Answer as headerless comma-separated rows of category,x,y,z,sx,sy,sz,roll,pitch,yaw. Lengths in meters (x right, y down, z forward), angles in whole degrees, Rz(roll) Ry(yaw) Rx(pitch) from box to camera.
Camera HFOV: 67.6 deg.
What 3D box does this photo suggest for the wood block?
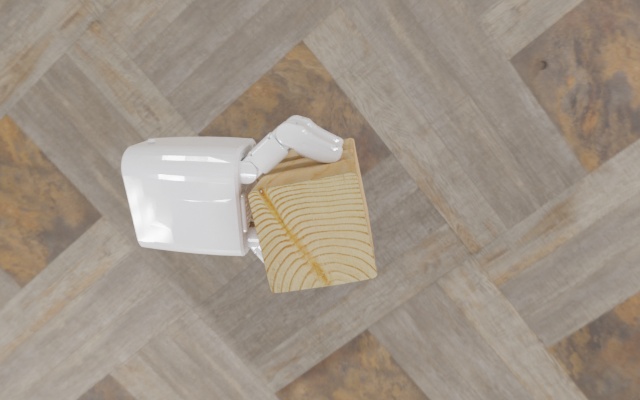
wood block,0.000,0.002,0.474,0.090,0.091,0.206,-10,14,6
